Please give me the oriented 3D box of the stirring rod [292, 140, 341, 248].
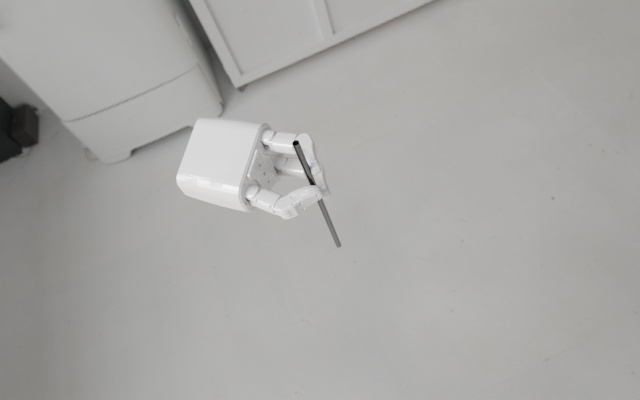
[{"bbox_3d":[0.000,0.002,0.624,0.011,0.011,0.240,0,-33,16],"label":"stirring rod"}]
